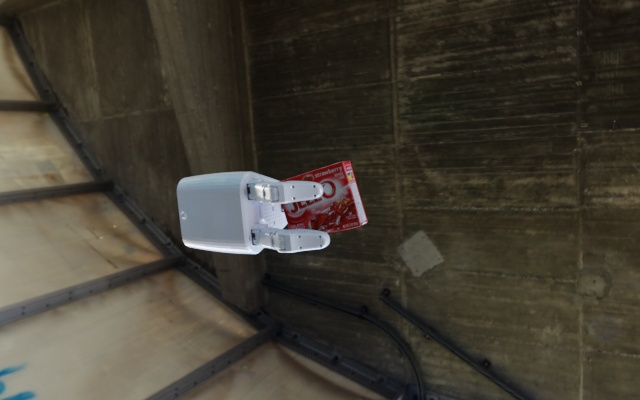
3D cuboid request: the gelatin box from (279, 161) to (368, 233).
[{"bbox_3d":[0.001,0.002,0.541,0.089,0.073,0.030,-15,2,24],"label":"gelatin box"}]
